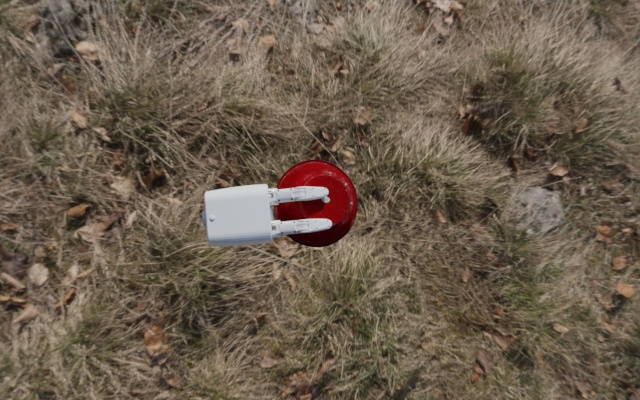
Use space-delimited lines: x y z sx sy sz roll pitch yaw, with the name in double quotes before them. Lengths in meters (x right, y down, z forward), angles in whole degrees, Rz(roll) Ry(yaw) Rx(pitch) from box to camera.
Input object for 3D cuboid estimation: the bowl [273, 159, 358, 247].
"bowl" 0.001 0.002 0.850 0.162 0.162 0.055 0 -5 -17
